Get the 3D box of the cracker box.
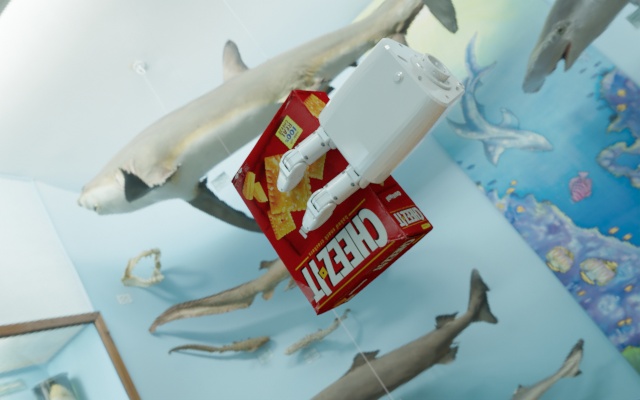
[{"bbox_3d":[0.000,0.002,0.569,0.072,0.213,0.164,-12,-30,-50],"label":"cracker box"}]
